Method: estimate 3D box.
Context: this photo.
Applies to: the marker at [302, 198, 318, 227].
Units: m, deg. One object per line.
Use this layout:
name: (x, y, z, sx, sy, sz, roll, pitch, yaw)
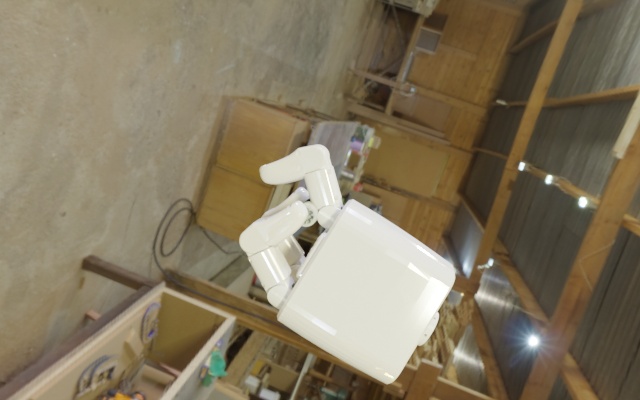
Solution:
marker: (0.000, 0.001, 0.443, 0.020, 0.020, 0.121, 0, 10, 12)
